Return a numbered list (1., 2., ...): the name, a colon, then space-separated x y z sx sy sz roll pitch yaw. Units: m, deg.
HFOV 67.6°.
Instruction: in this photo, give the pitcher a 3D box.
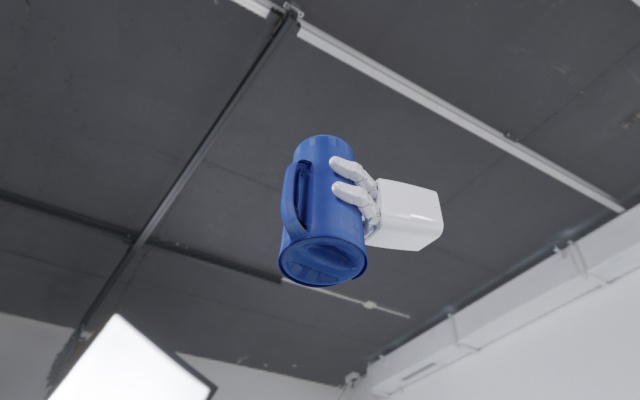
1. pitcher: 0.000 0.003 0.769 0.145 0.242 0.149 10 -42 -11
